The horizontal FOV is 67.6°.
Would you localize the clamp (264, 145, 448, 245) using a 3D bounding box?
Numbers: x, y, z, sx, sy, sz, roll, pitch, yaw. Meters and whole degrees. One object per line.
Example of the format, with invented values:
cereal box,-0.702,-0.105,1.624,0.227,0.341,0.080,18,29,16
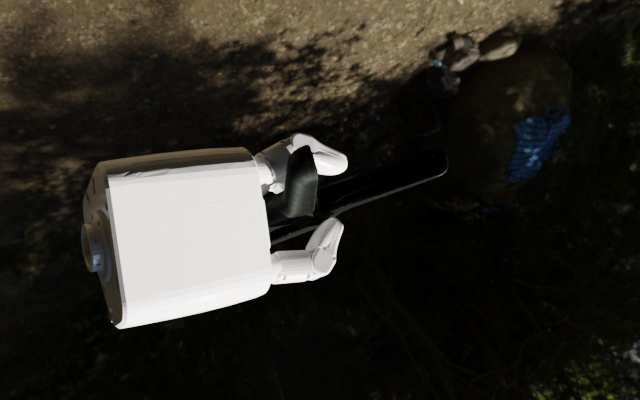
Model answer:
clamp,0.000,0.002,0.428,0.164,0.036,0.210,-6,-17,-35
